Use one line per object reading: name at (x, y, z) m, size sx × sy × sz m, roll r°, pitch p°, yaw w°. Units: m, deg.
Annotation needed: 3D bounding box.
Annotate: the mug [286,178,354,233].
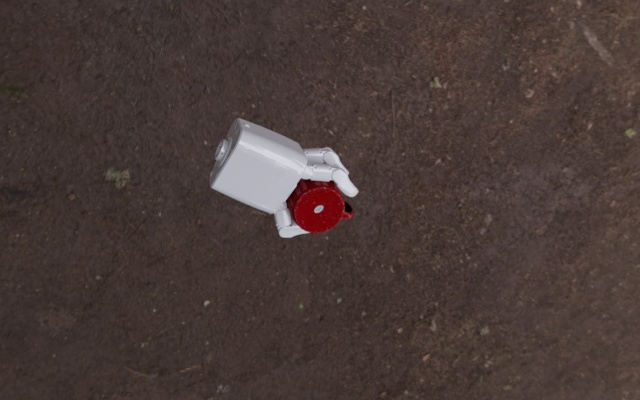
mug at (0.001, 0.003, 0.751) m, size 0.117 × 0.093 × 0.081 m, roll 22°, pitch 19°, yaw -23°
